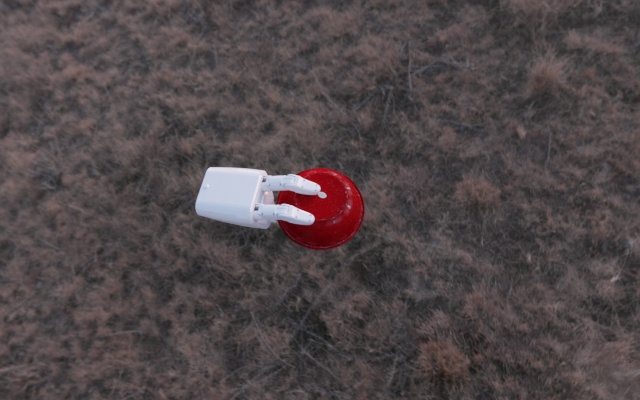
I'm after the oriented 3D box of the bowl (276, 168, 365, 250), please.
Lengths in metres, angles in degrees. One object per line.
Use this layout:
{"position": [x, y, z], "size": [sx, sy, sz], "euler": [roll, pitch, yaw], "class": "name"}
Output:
{"position": [0.001, 0.003, 0.838], "size": [0.162, 0.162, 0.055], "euler": [0, -24, -2], "class": "bowl"}
